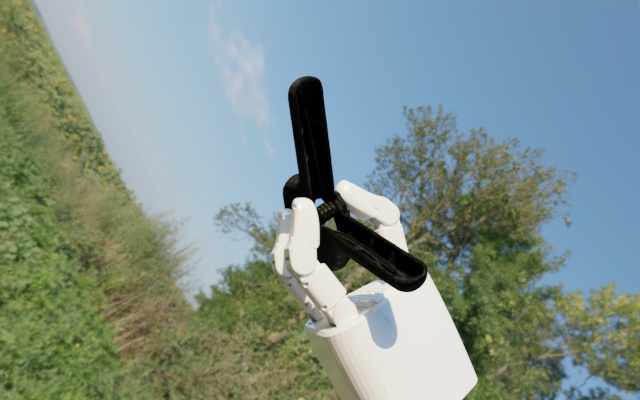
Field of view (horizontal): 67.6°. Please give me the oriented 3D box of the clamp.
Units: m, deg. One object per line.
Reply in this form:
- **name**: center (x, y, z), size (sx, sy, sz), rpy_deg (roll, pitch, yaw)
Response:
- **clamp**: center (0.001, 0.001, 0.405), size (0.036, 0.164, 0.210), rpy_deg (-25, -2, -19)
